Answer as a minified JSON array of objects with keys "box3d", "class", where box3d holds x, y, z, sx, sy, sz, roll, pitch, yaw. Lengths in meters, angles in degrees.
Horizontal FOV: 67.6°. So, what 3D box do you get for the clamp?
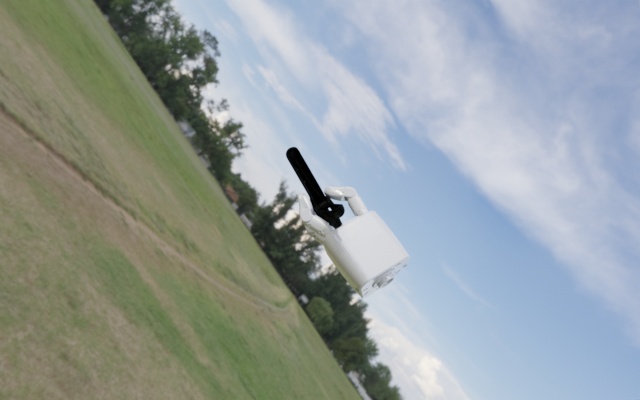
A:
[{"box3d":[0.001,0.003,0.869,0.036,0.164,0.210,-32,-25,-7],"class":"clamp"}]
